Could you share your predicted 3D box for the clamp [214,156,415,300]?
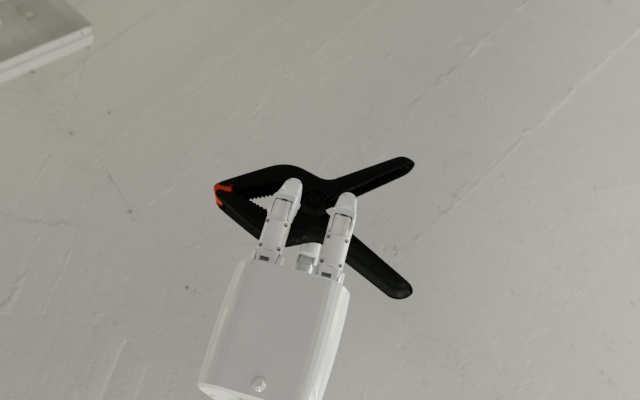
[{"bbox_3d":[-0.001,0.002,0.487,0.210,0.164,0.036,14,-36,4],"label":"clamp"}]
